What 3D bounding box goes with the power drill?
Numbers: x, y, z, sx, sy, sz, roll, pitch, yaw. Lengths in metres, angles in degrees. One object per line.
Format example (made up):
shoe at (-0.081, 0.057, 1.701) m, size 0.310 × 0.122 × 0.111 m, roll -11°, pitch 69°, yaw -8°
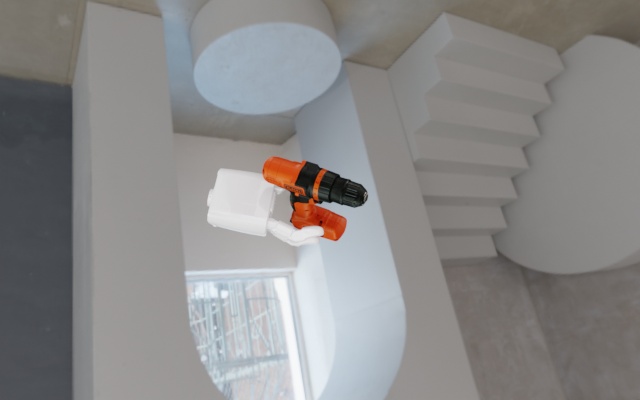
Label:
power drill at (0.000, 0.003, 0.837) m, size 0.184 × 0.057 × 0.188 m, roll 20°, pitch -26°, yaw 19°
